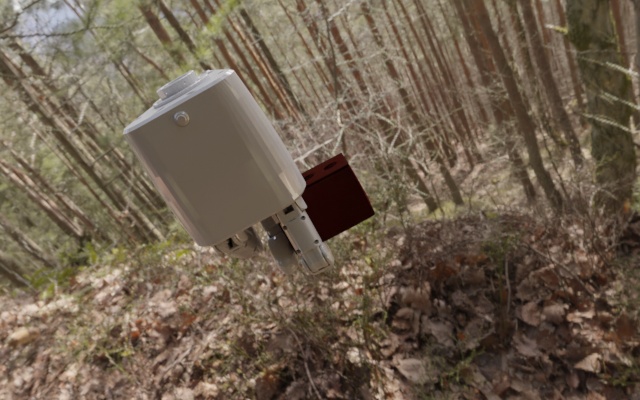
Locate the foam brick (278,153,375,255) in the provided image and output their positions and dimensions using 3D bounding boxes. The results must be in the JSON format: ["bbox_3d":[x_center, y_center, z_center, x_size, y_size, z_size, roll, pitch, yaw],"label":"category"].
[{"bbox_3d":[0.000,0.001,0.417,0.078,0.051,0.053,-28,15,4],"label":"foam brick"}]
